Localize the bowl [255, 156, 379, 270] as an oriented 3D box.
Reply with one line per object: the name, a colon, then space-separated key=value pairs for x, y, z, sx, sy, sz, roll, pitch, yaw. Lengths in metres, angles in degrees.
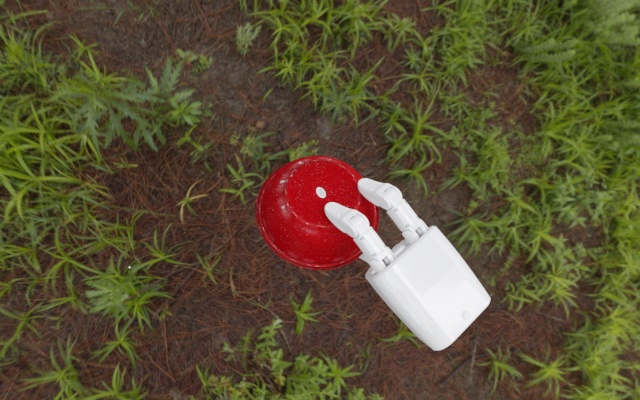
bowl: x=-0.001 y=0.001 z=0.596 sx=0.162 sy=0.162 sz=0.055 roll=0 pitch=-26 yaw=-7
